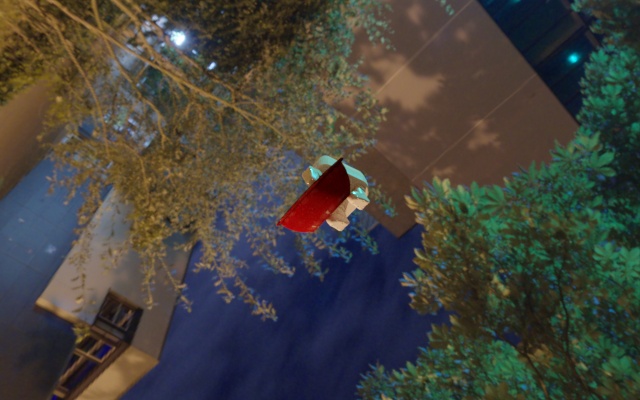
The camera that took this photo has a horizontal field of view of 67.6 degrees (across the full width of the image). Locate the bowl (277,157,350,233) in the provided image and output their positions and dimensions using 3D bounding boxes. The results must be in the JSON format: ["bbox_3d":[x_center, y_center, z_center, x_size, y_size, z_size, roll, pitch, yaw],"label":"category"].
[{"bbox_3d":[0.000,0.003,0.809,0.055,0.162,0.162,44,2,2],"label":"bowl"}]
